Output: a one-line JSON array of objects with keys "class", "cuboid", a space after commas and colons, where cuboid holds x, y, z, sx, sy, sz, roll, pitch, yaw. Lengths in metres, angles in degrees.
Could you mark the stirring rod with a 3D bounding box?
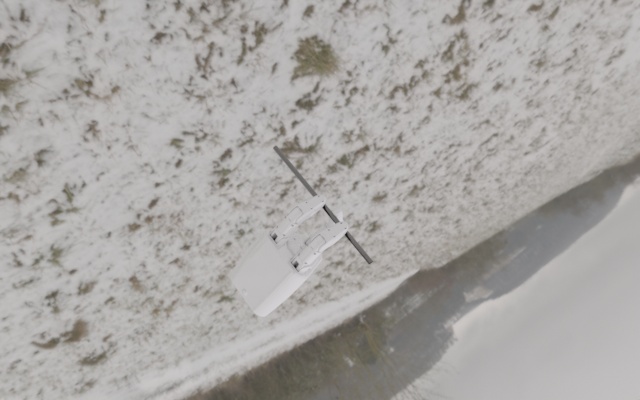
[{"class": "stirring rod", "cuboid": [0.000, 0.002, 0.729, 0.011, 0.239, 0.011, -35, -19, -14]}]
